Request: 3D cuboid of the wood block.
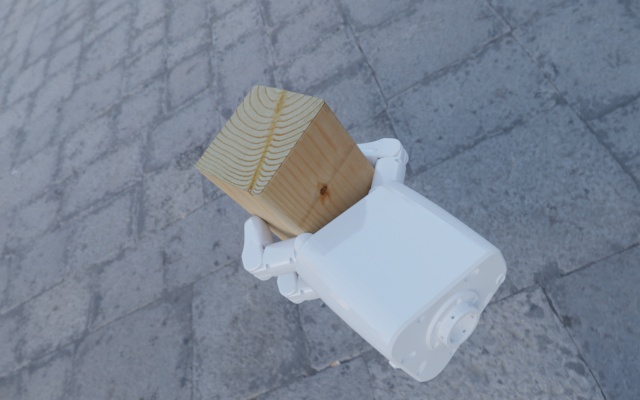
[{"bbox_3d":[0.000,0.001,0.441,0.090,0.091,0.206,22,-17,42],"label":"wood block"}]
